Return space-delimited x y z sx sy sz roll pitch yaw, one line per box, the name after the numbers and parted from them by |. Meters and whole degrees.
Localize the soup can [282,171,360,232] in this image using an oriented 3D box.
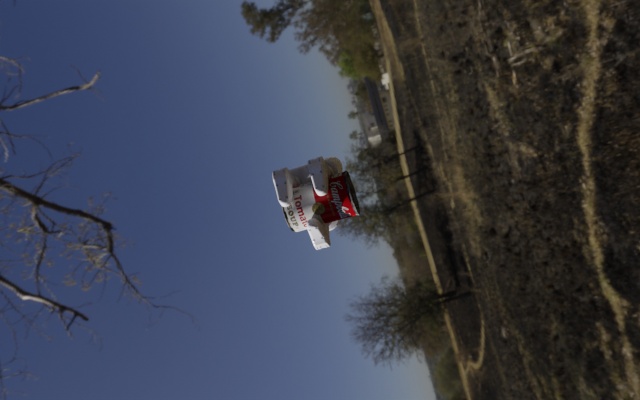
0.000 0.003 0.707 0.102 0.068 0.068 -16 -3 10 | soup can
